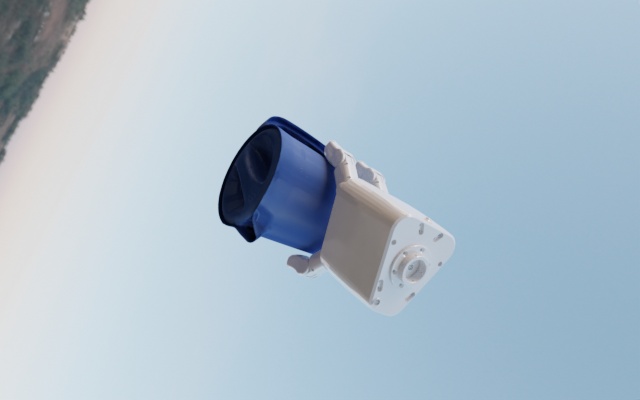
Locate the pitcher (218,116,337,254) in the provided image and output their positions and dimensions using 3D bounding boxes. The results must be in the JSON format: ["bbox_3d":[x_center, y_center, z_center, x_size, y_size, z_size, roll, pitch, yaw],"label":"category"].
[{"bbox_3d":[0.000,0.002,0.635,0.243,0.149,0.145,27,4,-33],"label":"pitcher"}]
